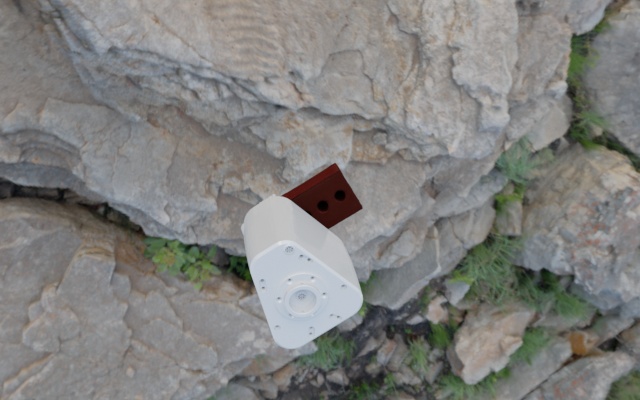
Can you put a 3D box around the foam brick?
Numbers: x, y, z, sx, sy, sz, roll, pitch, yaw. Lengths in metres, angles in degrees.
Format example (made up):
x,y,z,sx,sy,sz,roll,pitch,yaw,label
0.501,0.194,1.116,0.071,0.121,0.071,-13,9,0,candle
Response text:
x,y,z,sx,sy,sz,roll,pitch,yaw,label
0.000,0.002,0.542,0.078,0.053,0.051,-32,14,1,foam brick
